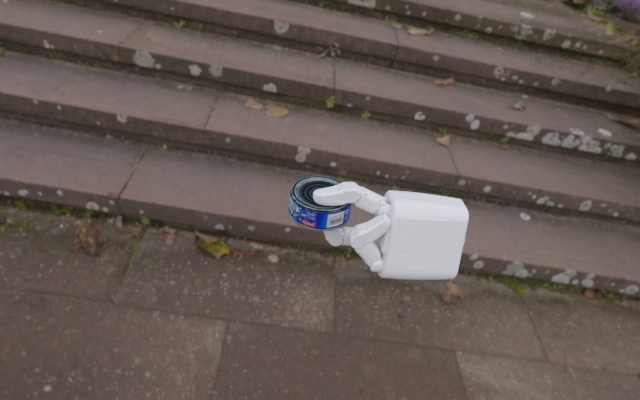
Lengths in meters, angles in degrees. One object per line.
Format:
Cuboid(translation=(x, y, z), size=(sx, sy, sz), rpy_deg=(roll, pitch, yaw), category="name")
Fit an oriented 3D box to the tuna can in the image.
Cuboid(translation=(0.000, 0.002, 0.649), size=(0.086, 0.034, 0.086), rpy_deg=(5, 35, -3), category="tuna can")
